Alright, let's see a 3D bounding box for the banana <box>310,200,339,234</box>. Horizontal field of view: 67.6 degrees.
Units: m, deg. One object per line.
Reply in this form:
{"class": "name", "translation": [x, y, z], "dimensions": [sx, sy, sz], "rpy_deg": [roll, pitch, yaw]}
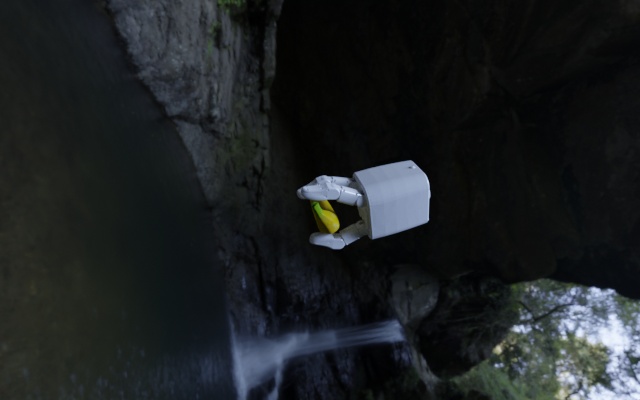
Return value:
{"class": "banana", "translation": [0.006, 0.021, 0.834], "dimensions": [0.037, 0.069, 0.198], "rpy_deg": [-18, 7, -1]}
